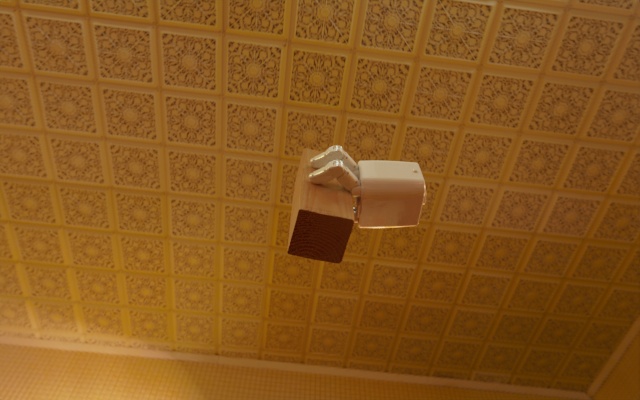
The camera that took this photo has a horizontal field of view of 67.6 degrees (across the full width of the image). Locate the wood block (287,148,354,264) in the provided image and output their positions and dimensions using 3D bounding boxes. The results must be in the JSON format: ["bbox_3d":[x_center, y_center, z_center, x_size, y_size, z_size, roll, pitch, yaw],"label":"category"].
[{"bbox_3d":[0.000,0.003,0.822,0.090,0.091,0.206,11,31,-6],"label":"wood block"}]
